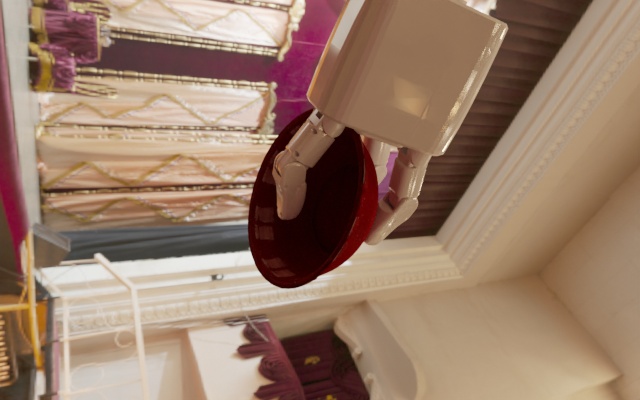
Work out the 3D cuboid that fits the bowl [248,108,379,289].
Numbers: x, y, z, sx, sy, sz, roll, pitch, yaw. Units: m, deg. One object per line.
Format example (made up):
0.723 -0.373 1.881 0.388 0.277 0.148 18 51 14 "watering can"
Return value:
0.000 0.002 0.429 0.055 0.162 0.162 18 -11 -37 "bowl"
